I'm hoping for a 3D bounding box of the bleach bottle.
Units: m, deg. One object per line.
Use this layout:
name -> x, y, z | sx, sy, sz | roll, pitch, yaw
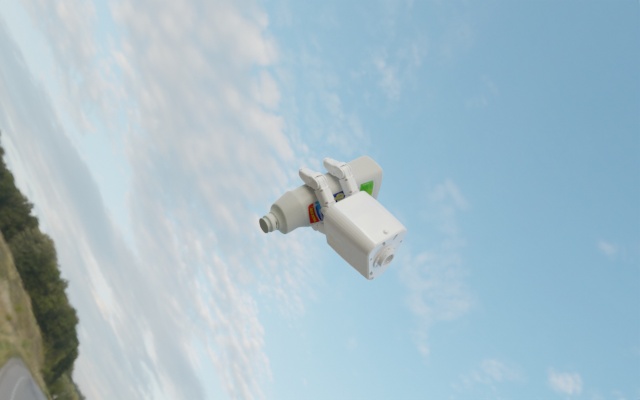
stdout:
bleach bottle -> 0.000, 0.003, 0.860 | 0.251, 0.103, 0.068 | -25, 54, -33
